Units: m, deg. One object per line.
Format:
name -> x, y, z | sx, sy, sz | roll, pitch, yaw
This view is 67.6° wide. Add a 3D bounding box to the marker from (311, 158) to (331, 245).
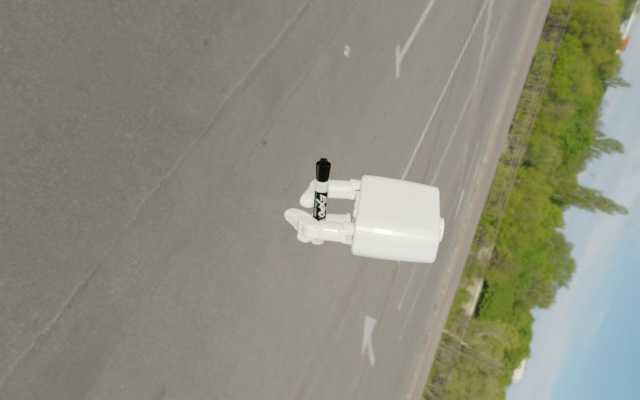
marker -> 0.000, 0.002, 0.611 | 0.020, 0.121, 0.020 | 3, 30, -2
